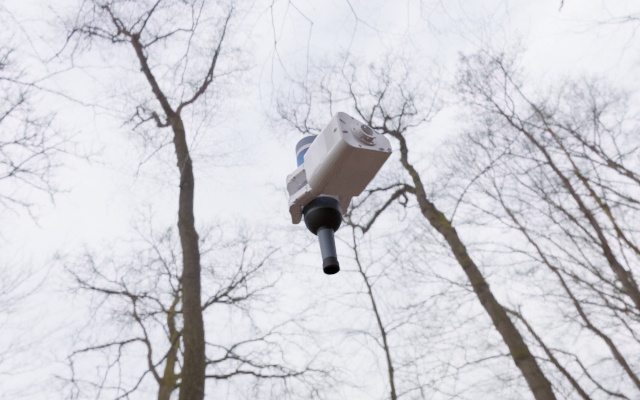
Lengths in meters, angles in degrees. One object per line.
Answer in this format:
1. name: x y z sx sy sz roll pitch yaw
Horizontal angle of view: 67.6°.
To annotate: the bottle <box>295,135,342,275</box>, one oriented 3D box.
1. bottle: 0.000 0.003 0.839 0.069 0.295 0.069 -5 -44 -5
